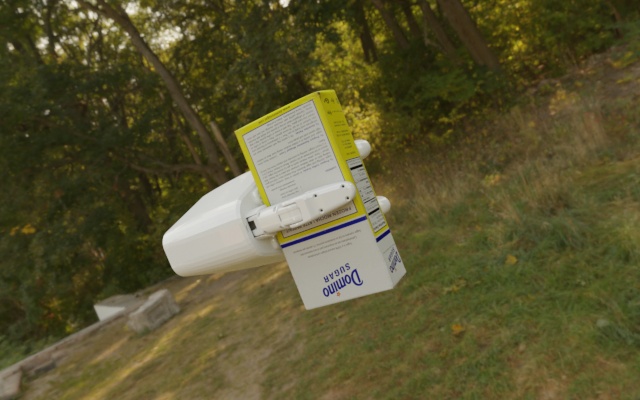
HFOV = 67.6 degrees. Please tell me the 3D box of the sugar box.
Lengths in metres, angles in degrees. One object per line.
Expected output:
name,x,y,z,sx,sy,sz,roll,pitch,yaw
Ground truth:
sugar box,0.000,0.001,0.426,0.093,0.176,0.048,-20,4,29
